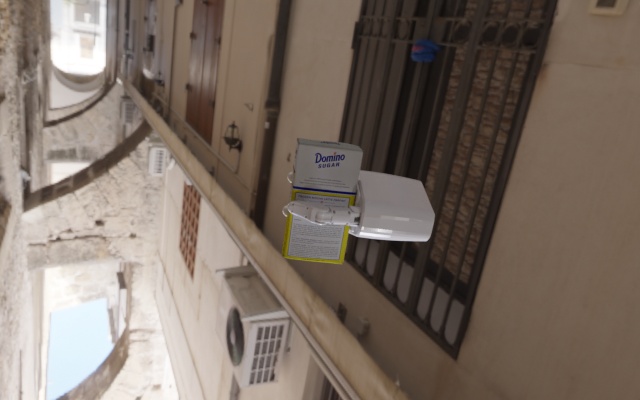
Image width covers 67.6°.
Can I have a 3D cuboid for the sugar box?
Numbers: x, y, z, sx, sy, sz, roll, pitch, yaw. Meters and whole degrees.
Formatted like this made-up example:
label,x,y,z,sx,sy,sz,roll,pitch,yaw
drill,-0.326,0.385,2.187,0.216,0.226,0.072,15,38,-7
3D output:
label,x,y,z,sx,sy,sz,roll,pitch,yaw
sugar box,0.000,0.002,0.696,0.093,0.176,0.048,7,17,-9
